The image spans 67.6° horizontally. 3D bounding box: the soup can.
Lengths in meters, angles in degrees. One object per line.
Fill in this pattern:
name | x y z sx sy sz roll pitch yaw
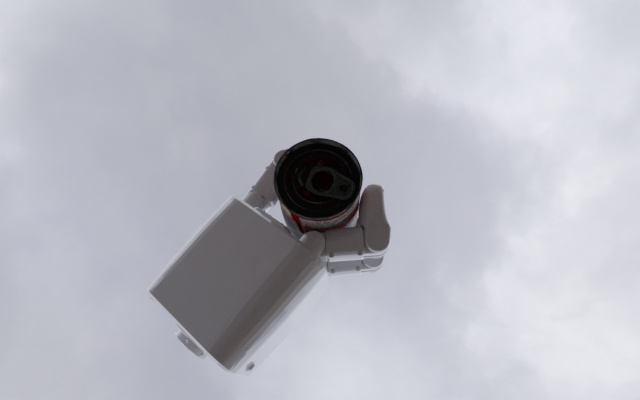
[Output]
soup can | 0.000 0.001 0.407 0.068 0.068 0.102 0 -22 2
